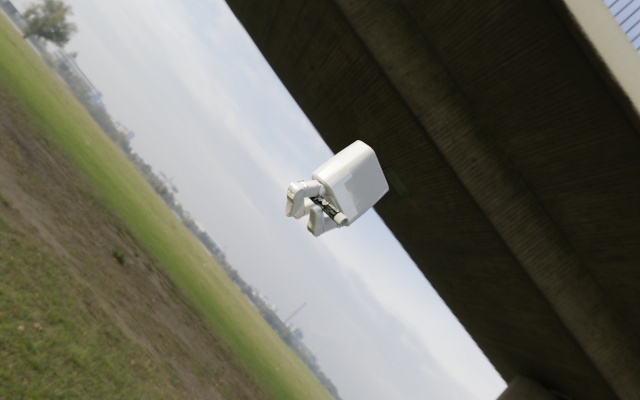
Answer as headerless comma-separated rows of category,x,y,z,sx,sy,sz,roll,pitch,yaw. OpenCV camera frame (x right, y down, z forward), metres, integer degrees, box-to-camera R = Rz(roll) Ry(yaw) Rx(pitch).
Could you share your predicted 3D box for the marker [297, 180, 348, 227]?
marker,0.000,0.003,0.792,0.020,0.020,0.121,0,32,-48
